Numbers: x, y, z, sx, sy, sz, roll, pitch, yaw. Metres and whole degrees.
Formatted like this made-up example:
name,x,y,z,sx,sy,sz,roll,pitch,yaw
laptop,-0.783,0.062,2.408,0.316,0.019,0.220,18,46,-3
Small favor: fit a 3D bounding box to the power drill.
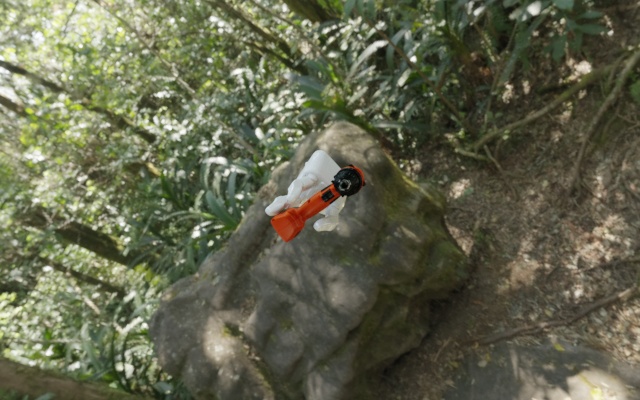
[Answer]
name,x,y,z,sx,sy,sz,roll,pitch,yaw
power drill,0.000,0.003,0.895,0.188,0.057,0.184,-34,-1,11
